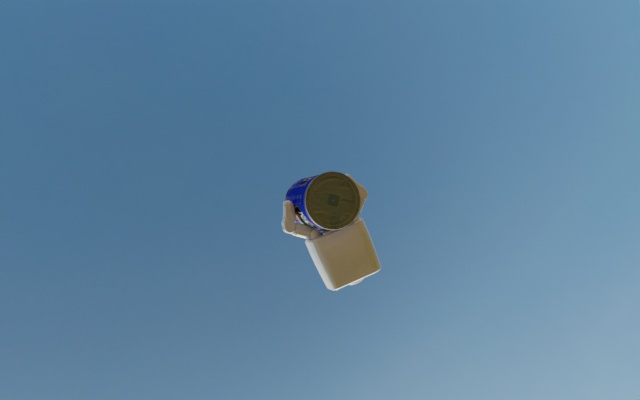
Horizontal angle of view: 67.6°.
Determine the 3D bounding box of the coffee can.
[{"bbox_3d":[0.000,0.003,0.896,0.103,0.103,0.140,0,-2,-19],"label":"coffee can"}]
